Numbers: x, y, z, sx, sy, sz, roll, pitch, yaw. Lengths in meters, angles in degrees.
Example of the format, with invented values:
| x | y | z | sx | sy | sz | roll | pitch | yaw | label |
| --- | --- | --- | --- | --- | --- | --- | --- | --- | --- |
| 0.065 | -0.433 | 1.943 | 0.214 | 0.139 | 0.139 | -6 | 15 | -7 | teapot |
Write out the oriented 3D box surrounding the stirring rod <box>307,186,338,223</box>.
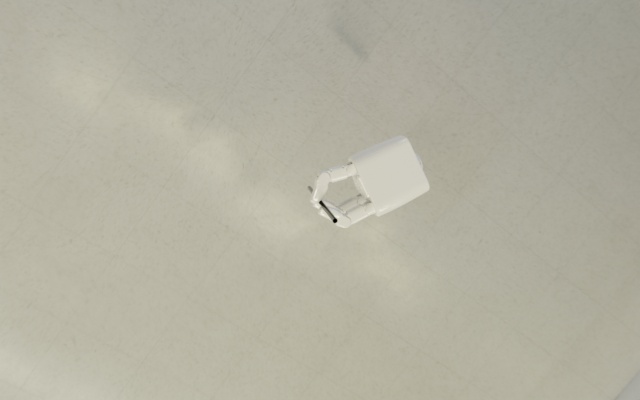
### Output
| x | y | z | sx | sy | sz | roll | pitch | yaw | label |
| --- | --- | --- | --- | --- | --- | --- | --- | --- | --- |
| 0.000 | 0.003 | 0.841 | 0.011 | 0.011 | 0.239 | 0 | 14 | -11 | stirring rod |
